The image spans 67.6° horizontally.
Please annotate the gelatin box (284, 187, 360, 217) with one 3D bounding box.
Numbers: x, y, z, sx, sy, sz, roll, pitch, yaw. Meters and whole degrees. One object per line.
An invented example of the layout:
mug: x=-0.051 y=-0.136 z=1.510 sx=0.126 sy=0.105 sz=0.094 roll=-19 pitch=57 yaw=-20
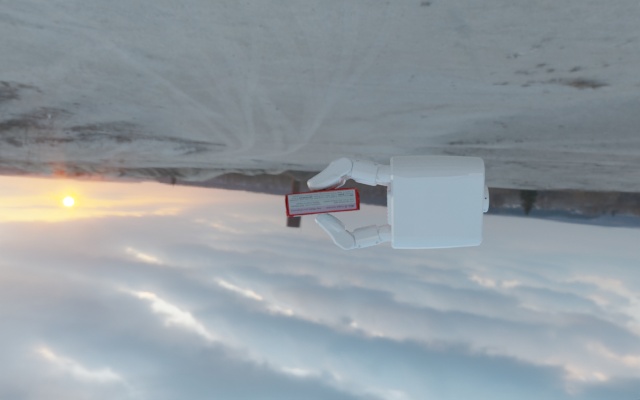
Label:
gelatin box: x=0.000 y=0.002 z=0.597 sx=0.089 sy=0.030 sz=0.073 roll=-6 pitch=-1 yaw=-5
